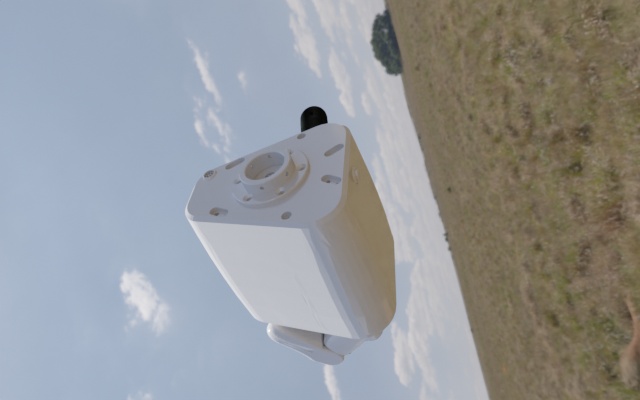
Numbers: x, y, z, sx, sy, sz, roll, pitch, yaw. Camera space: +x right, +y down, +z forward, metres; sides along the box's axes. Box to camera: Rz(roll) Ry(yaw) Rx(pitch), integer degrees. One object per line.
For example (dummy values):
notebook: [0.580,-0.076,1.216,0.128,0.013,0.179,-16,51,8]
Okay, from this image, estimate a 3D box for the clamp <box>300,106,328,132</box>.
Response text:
clamp: [-0.001,0.002,0.424,0.039,0.120,0.171,-12,41,12]
